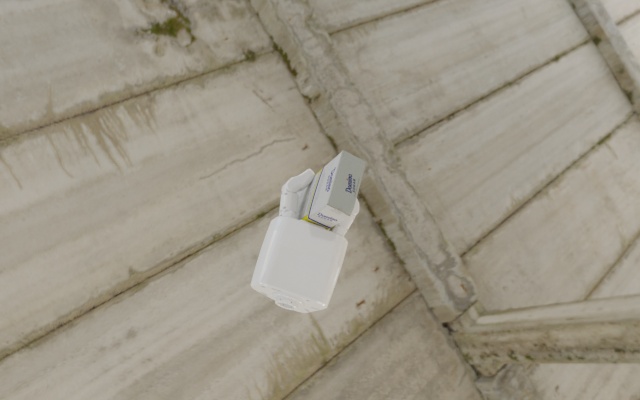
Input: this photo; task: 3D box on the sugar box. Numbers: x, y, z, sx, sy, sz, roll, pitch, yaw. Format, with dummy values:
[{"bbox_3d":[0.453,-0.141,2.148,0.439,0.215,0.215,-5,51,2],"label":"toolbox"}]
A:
[{"bbox_3d":[0.001,0.003,0.728,0.048,0.093,0.176,26,-28,-19],"label":"sugar box"}]
